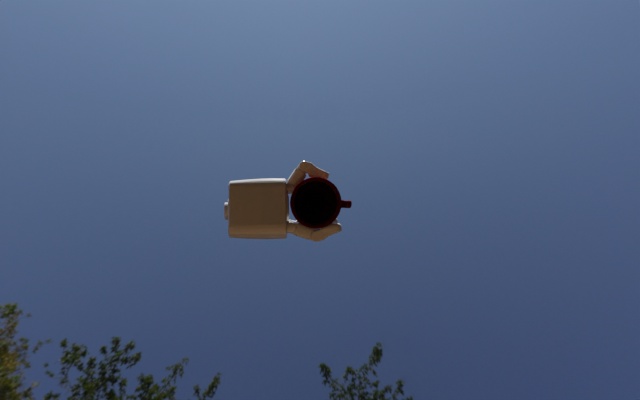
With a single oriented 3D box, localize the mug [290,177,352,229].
[{"bbox_3d":[0.002,0.003,0.897,0.117,0.093,0.081,1,2,-5],"label":"mug"}]
